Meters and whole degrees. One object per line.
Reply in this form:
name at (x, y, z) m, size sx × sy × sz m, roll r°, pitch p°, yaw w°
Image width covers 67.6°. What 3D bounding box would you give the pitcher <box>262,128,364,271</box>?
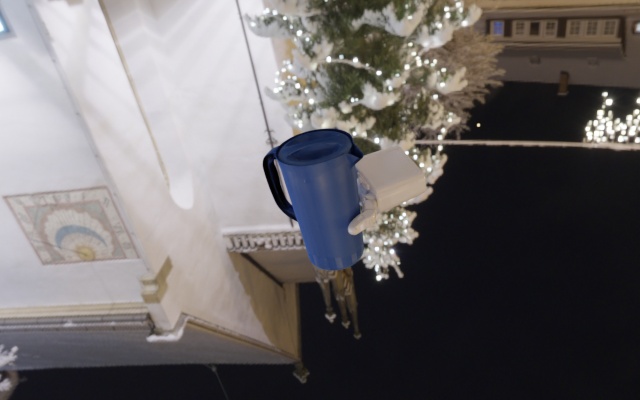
pitcher at (0.000, 0.003, 0.859) m, size 0.145 × 0.243 × 0.149 m, roll -22°, pitch 33°, yaw -16°
